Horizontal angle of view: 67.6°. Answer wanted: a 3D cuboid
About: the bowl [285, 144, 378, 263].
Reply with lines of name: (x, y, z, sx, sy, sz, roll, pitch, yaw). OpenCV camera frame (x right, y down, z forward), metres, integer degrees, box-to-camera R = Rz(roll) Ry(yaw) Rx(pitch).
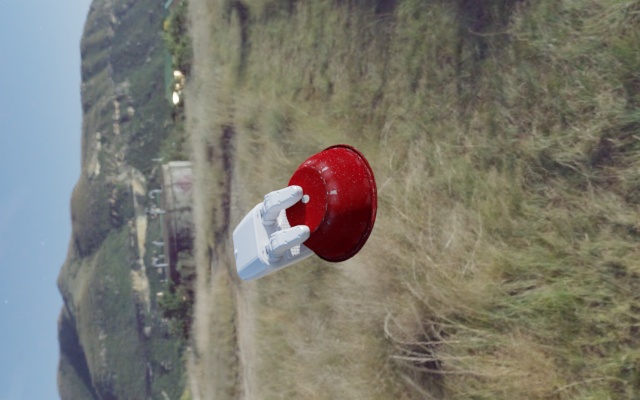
bowl: (0.000, 0.001, 0.634, 0.055, 0.162, 0.162, 5, -3, -39)
